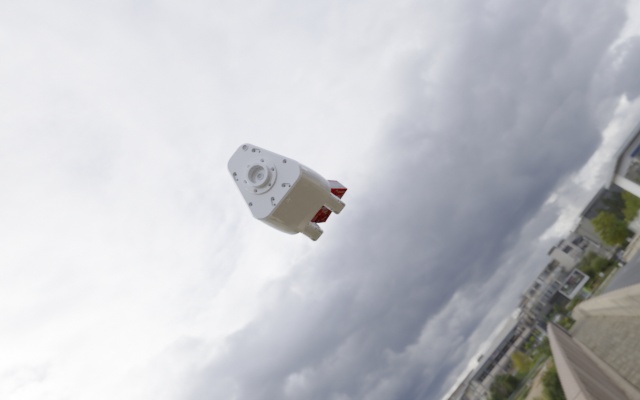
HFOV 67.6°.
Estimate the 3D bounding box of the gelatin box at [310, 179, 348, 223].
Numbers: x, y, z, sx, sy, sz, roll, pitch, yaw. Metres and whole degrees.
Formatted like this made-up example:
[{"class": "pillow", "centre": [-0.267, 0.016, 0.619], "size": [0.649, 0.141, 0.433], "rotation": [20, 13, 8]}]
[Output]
[{"class": "gelatin box", "centre": [0.000, 0.002, 0.782], "size": [0.030, 0.073, 0.089], "rotation": [39, 16, 20]}]
